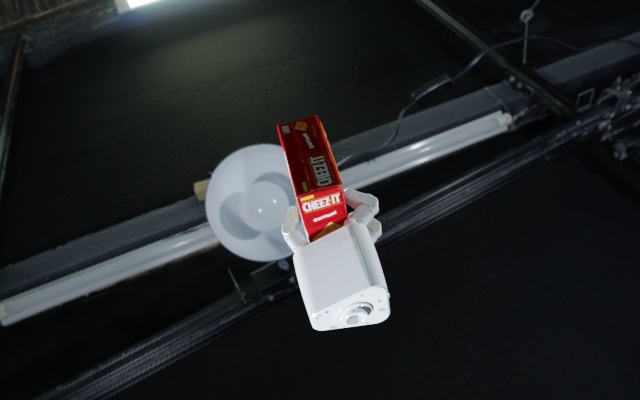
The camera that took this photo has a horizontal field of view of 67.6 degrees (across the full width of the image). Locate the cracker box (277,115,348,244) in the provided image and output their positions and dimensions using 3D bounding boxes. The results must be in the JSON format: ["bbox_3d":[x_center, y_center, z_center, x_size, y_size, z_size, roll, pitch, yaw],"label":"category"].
[{"bbox_3d":[0.000,0.003,0.745,0.072,0.164,0.214,-16,-43,-2],"label":"cracker box"}]
